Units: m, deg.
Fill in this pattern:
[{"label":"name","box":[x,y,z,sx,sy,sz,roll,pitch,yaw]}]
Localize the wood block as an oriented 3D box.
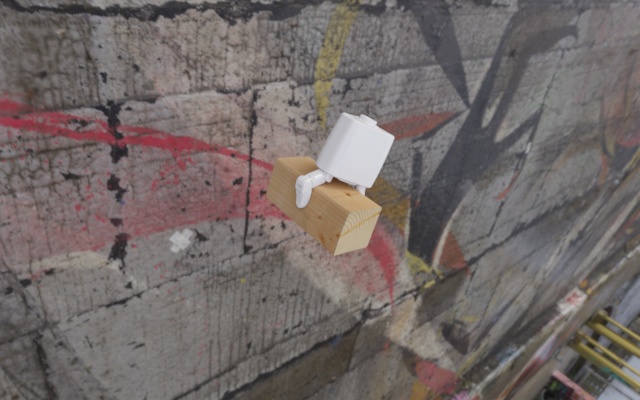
[{"label":"wood block","box":[0.000,0.003,0.896,0.091,0.090,0.206,-8,35,-44]}]
